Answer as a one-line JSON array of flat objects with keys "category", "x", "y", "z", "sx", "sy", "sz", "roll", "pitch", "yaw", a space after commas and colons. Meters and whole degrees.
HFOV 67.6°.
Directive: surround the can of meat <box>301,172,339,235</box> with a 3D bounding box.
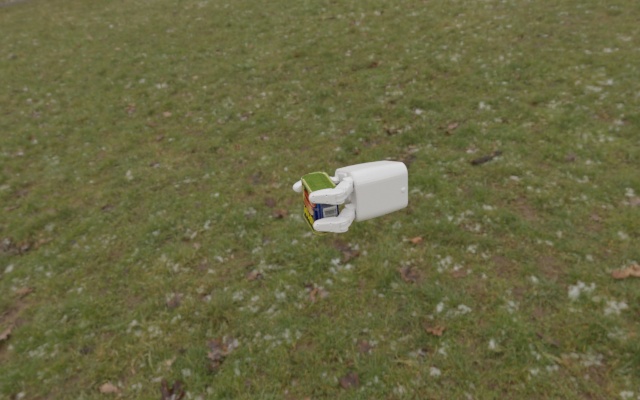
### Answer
[{"category": "can of meat", "x": 0.000, "y": 0.003, "z": 0.887, "sx": 0.057, "sy": 0.084, "sz": 0.102, "roll": -12, "pitch": 27, "yaw": -12}]
